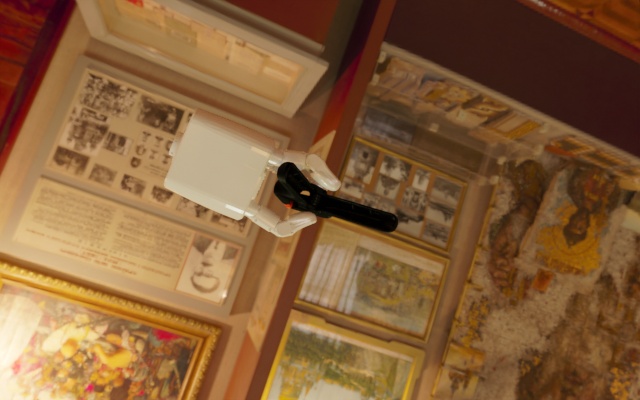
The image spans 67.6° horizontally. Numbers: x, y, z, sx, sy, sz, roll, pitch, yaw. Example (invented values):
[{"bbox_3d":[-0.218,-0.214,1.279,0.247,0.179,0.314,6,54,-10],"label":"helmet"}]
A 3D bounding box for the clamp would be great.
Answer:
[{"bbox_3d":[-0.001,0.003,0.643,0.164,0.036,0.210,26,-9,-13],"label":"clamp"}]
